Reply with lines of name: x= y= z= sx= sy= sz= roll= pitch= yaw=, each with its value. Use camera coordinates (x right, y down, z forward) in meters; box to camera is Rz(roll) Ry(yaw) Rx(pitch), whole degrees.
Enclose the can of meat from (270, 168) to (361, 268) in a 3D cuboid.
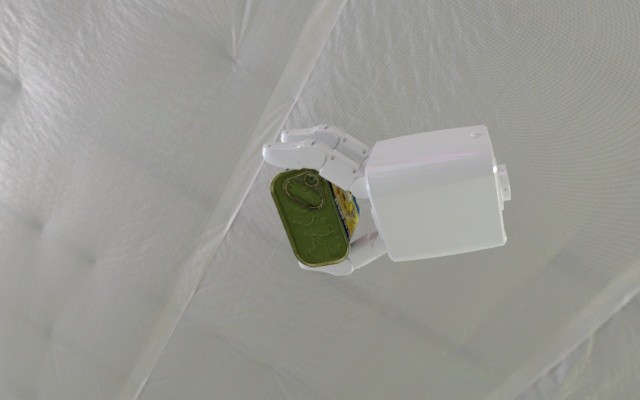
can of meat: x=0.000 y=0.002 z=0.483 sx=0.057 sy=0.102 sz=0.084 roll=-13 pitch=19 yaw=20
